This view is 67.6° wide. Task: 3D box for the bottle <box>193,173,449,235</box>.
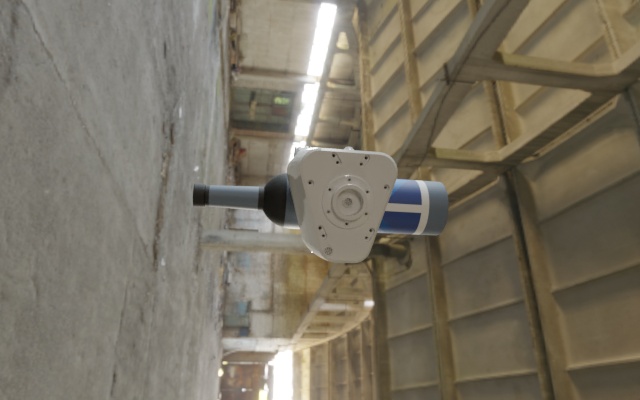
[{"bbox_3d":[0.000,0.002,0.570,0.296,0.069,0.069,3,-1,-8],"label":"bottle"}]
